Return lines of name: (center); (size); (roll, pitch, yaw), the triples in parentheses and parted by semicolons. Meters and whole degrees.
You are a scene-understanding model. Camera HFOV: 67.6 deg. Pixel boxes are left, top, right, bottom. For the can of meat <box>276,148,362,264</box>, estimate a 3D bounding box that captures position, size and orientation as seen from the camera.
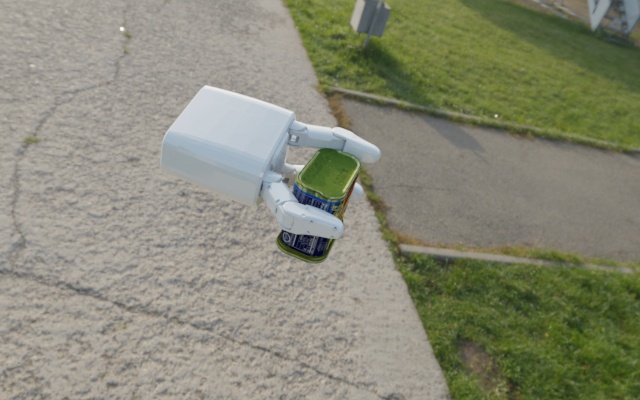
can of meat: (0.000, 0.001, 0.504); (0.057, 0.084, 0.102); (22, 34, 7)
